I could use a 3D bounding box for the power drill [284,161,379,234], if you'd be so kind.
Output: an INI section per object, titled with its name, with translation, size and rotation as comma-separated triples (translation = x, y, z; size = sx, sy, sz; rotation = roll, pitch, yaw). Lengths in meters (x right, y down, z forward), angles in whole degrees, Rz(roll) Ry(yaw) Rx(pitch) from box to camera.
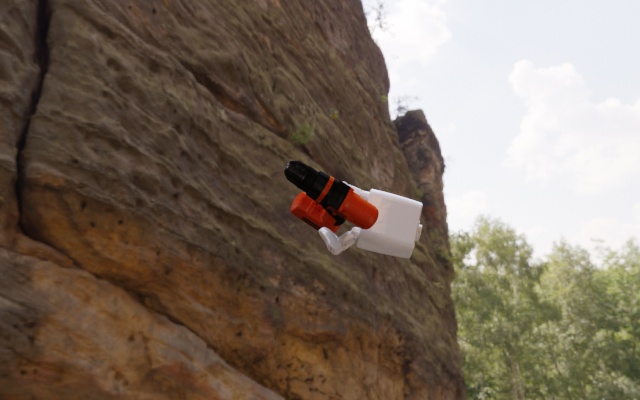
[power drill]
translation = 0.000, 0.003, 0.890
size = 0.184, 0.057, 0.188
rotation = 34, -16, -7
